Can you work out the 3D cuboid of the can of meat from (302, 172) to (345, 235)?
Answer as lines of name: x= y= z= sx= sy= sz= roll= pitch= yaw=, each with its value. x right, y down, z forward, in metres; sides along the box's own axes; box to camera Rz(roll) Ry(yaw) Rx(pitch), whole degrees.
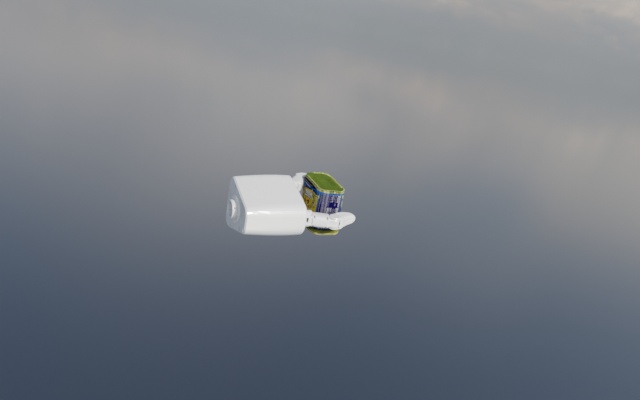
can of meat: x=0.000 y=0.003 z=0.870 sx=0.057 sy=0.084 sz=0.102 roll=1 pitch=23 yaw=-23
